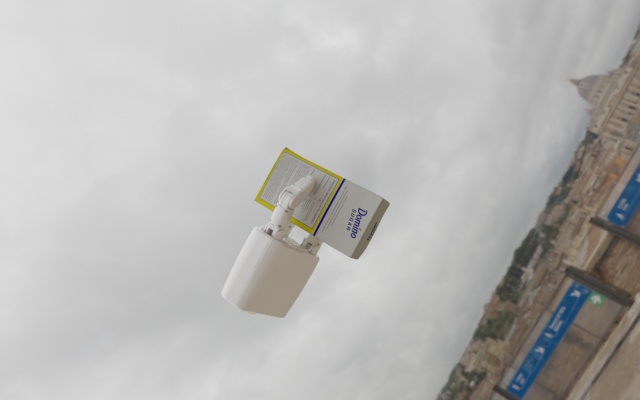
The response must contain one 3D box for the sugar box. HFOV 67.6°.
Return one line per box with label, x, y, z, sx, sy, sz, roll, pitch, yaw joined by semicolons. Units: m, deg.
sugar box;0.000;0.002;0.680;0.176;0.093;0.048;30;1;23
